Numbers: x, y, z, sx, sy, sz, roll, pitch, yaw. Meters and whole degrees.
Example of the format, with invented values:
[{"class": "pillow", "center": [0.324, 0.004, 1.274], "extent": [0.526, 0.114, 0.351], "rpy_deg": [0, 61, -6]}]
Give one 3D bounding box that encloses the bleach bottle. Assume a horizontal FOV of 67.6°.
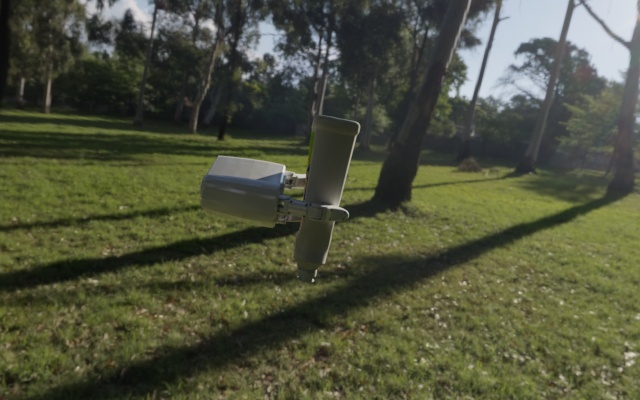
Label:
[{"class": "bleach bottle", "center": [0.000, 0.002, 0.719], "extent": [0.068, 0.251, 0.102], "rpy_deg": [10, 8, -4]}]
